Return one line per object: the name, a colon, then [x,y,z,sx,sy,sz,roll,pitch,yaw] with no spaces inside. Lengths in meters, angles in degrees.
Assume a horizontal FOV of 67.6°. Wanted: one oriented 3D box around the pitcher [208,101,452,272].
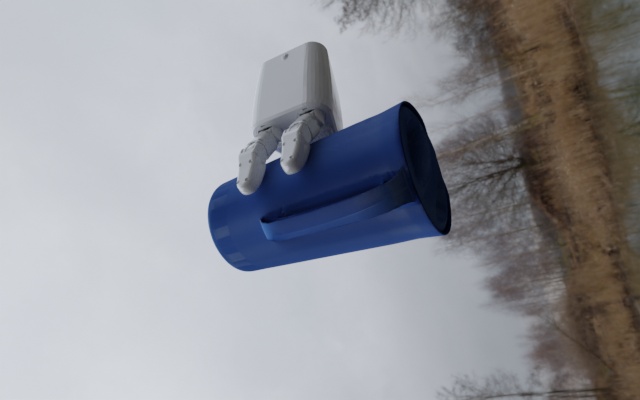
pitcher: [0.000,0.001,0.495,0.243,0.145,0.149,-18,-35,26]
